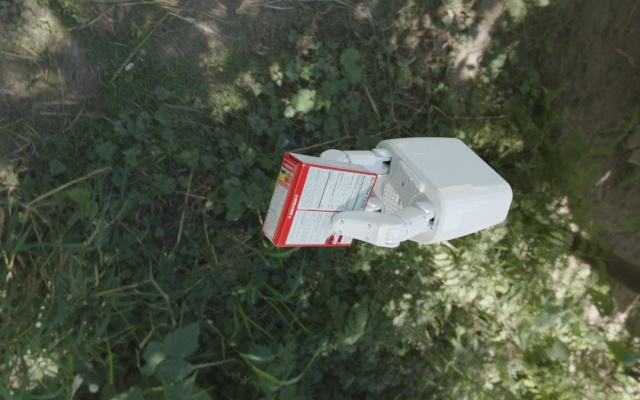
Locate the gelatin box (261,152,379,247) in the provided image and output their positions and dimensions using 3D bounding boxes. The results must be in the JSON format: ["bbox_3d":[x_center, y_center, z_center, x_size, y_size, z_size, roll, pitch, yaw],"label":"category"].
[{"bbox_3d":[0.000,0.002,0.412,0.089,0.073,0.030,4,22,-41],"label":"gelatin box"}]
